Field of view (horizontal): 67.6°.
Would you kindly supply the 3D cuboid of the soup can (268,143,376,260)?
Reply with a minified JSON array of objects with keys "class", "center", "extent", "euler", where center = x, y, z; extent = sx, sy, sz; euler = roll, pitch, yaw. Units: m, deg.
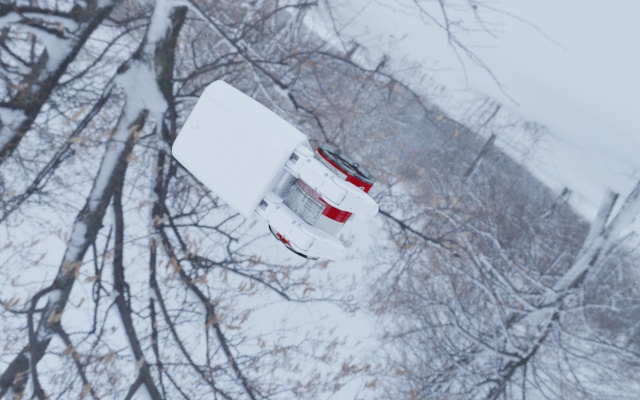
[{"class":"soup can","center":[0.000,0.002,0.491],"extent":[0.068,0.102,0.068],"euler":[32,14,-9]}]
